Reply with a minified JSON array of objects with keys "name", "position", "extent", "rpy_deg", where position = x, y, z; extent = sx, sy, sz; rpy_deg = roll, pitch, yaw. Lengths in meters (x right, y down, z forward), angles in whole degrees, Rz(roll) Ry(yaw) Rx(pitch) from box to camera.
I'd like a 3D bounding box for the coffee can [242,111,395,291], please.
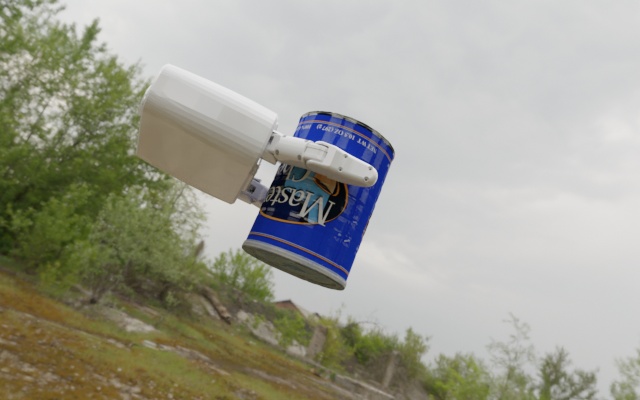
[{"name":"coffee can","position":[0.000,0.002,0.458],"extent":[0.103,0.140,0.103],"rpy_deg":[21,-16,6]}]
